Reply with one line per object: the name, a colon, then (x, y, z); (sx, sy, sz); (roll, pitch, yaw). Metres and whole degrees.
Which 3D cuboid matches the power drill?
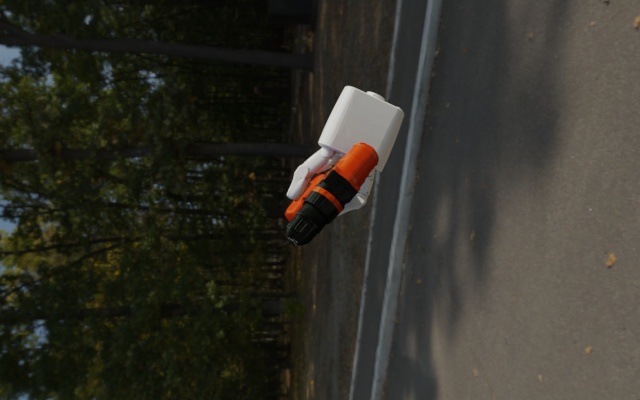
power drill: (0.000, 0.002, 0.746); (0.057, 0.184, 0.188); (44, -17, -6)
